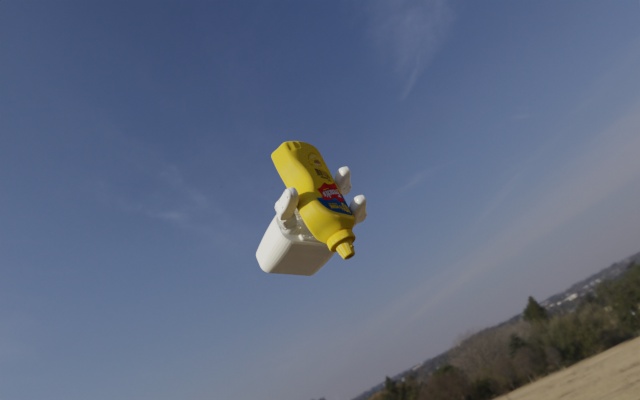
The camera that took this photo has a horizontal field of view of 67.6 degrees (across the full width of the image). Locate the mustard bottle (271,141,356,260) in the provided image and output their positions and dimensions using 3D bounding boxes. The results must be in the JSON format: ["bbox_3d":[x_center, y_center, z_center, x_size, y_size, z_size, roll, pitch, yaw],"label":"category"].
[{"bbox_3d":[0.000,0.002,0.705,0.058,0.191,0.096,-39,-28,23],"label":"mustard bottle"}]
